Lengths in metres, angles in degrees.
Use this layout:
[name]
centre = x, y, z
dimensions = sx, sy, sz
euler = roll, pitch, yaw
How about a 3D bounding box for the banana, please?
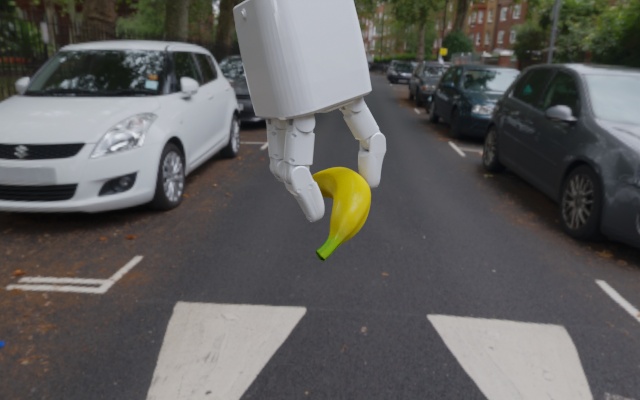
[banana]
centre = 0.017, -0.005, 0.504
dimensions = 0.069, 0.037, 0.197
euler = -26, 19, 6
